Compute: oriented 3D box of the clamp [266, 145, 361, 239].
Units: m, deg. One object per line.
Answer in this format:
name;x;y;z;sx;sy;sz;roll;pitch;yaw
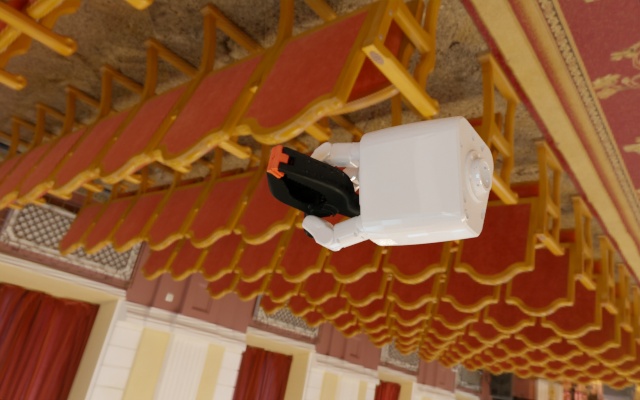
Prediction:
clamp;0.000;0.002;0.550;0.164;0.036;0.210;-9;-29;38
